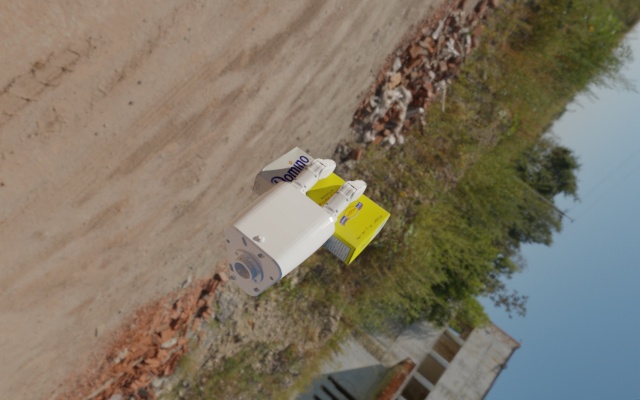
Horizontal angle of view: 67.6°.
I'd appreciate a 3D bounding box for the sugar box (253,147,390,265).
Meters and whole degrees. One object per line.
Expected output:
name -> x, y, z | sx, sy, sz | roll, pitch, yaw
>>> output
sugar box -> 0.000, 0.002, 0.675 | 0.176, 0.048, 0.093 | 38, 48, 13
